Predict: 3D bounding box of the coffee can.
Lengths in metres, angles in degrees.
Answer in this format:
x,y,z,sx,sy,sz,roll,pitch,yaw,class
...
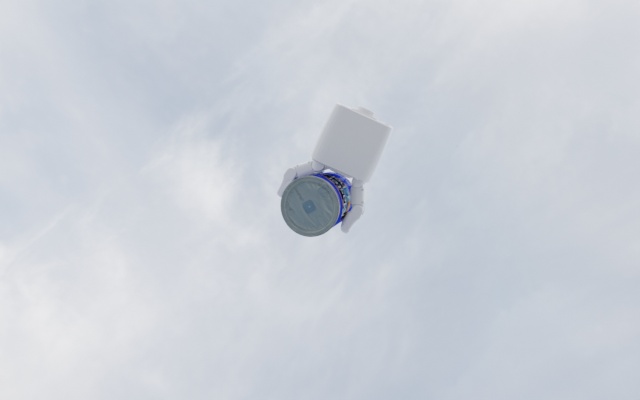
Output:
x,y,z,sx,sy,sz,roll,pitch,yaw,class
0.000,0.003,0.859,0.103,0.103,0.140,0,6,16,coffee can
